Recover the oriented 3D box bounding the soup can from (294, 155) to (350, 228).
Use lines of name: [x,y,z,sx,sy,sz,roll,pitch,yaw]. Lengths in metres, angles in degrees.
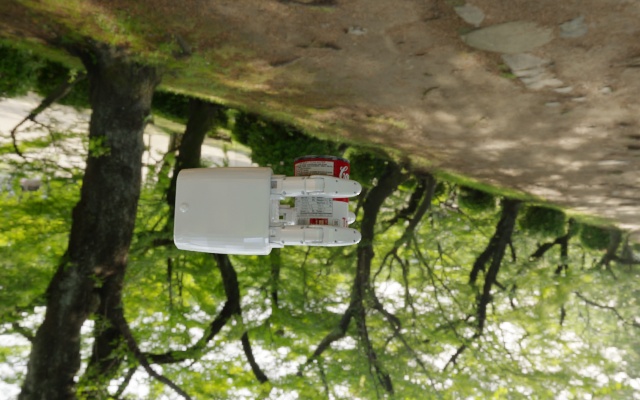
soup can: [0.001,0.002,0.574,0.068,0.102,0.068,1,-6,0]
